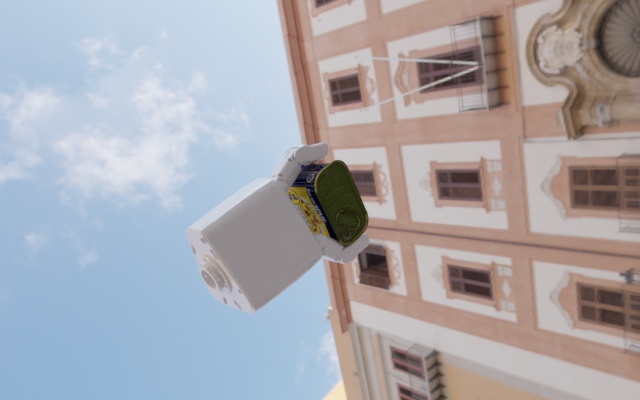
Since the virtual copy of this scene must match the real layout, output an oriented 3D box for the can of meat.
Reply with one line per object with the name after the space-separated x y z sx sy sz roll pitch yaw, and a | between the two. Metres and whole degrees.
0.000 0.002 0.595 0.084 0.102 0.057 3 36 48 | can of meat
